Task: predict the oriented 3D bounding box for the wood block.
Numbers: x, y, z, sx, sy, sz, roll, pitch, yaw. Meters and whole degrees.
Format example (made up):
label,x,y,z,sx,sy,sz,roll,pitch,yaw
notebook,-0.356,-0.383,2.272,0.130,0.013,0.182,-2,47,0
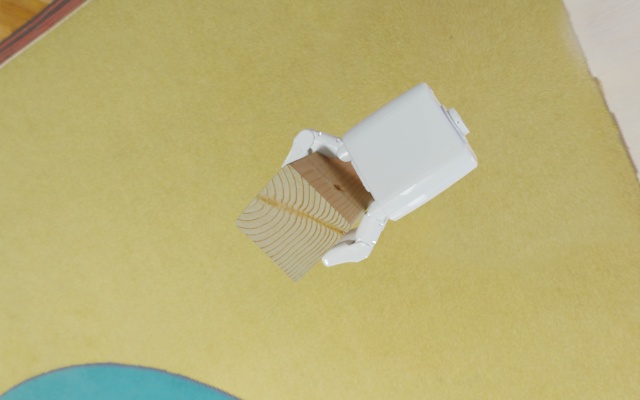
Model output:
label,x,y,z,sx,sy,sz,roll,pitch,yaw
wood block,0.000,0.001,0.564,0.090,0.091,0.206,-47,-4,20
